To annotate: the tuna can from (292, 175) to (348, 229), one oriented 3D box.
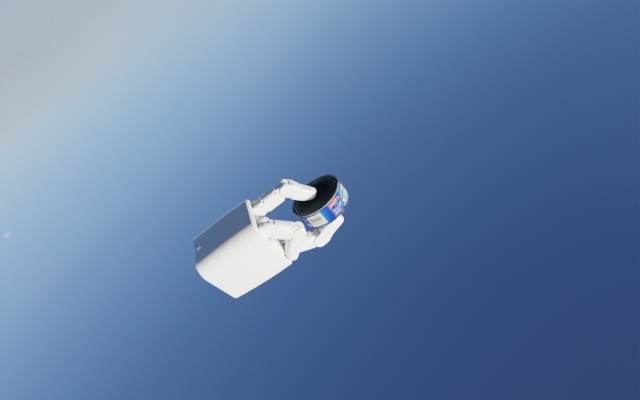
[{"bbox_3d":[0.000,0.003,0.739,0.086,0.086,0.034,0,-41,48],"label":"tuna can"}]
